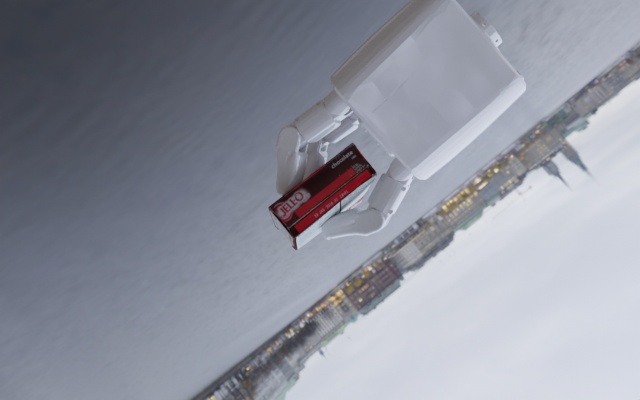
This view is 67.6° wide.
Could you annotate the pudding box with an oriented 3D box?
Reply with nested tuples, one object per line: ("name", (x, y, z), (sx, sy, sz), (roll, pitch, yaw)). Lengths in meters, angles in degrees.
("pudding box", (0.000, 0.002, 0.438), (0.090, 0.039, 0.113), (-37, -9, -9))
